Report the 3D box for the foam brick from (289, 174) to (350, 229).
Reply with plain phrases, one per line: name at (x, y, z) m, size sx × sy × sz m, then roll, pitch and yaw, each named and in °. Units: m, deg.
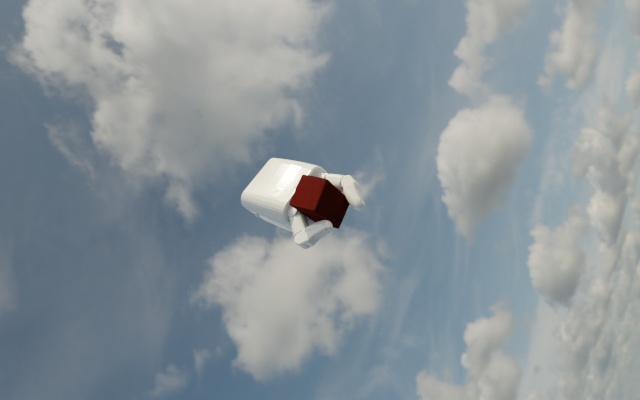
foam brick at (0.000, 0.002, 0.724) m, size 0.051 × 0.053 × 0.078 m, roll 15°, pitch -15°, yaw 37°
